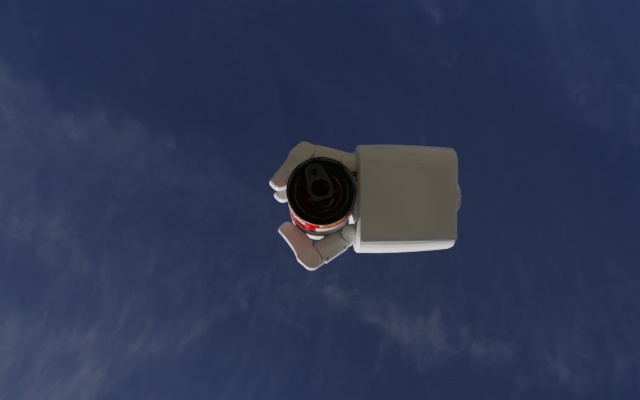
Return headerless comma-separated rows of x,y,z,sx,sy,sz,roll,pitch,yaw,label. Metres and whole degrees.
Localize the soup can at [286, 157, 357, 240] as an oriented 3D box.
0.000,0.002,0.503,0.068,0.068,0.102,0,-13,-1,soup can
